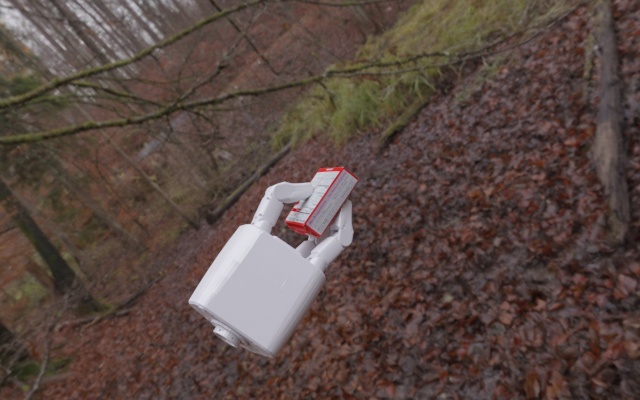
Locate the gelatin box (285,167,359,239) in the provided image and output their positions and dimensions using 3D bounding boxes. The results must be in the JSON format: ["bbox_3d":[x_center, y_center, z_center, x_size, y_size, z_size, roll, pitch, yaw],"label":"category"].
[{"bbox_3d":[0.000,0.001,0.591,0.030,0.089,0.073,37,-12,-19],"label":"gelatin box"}]
